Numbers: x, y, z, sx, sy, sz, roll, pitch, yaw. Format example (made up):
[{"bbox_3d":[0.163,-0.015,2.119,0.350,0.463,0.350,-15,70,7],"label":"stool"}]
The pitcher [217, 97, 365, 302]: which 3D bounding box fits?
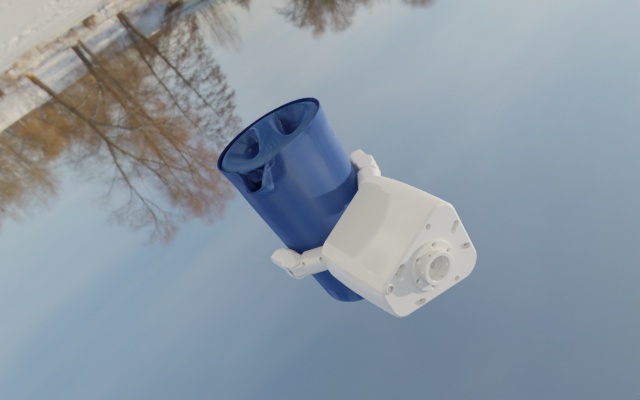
[{"bbox_3d":[0.000,0.002,0.586,0.149,0.243,0.145,-42,30,-15],"label":"pitcher"}]
